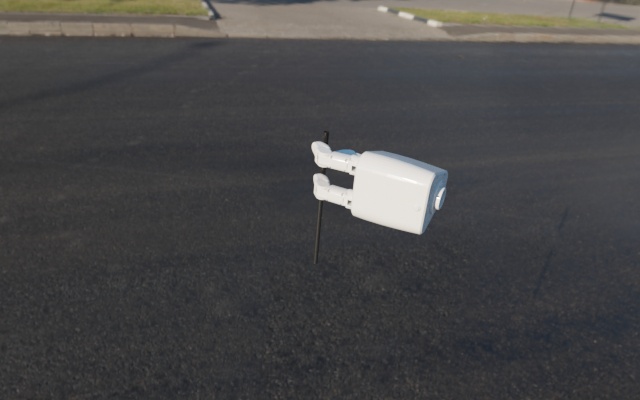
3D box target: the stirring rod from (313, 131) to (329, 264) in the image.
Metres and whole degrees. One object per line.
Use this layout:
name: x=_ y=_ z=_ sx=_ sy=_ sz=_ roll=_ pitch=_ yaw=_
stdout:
stirring rod: x=0.000 y=0.003 z=0.778 sx=0.011 sy=0.240 sz=0.011 roll=4 pitch=28 yaw=-2
